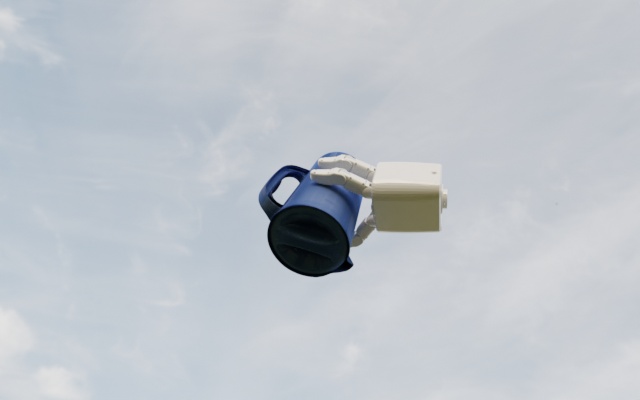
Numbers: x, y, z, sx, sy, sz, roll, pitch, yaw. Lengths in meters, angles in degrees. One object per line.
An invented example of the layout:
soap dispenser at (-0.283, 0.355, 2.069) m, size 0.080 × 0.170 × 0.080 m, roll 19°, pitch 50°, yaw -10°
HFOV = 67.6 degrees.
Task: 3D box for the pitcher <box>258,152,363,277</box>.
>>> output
pitcher at (0.000, 0.003, 0.826) m, size 0.145 × 0.149 × 0.242 m, roll -1°, pitch 29°, yaw 17°
